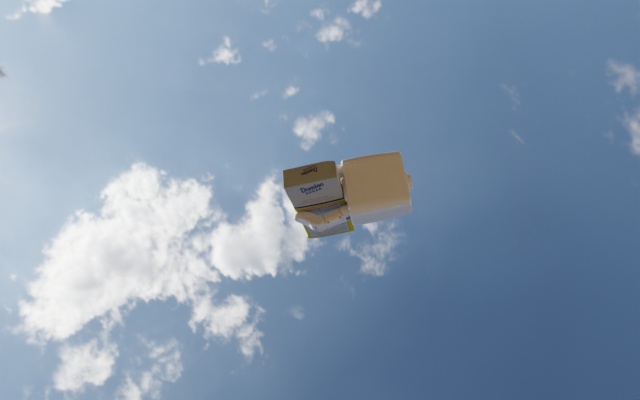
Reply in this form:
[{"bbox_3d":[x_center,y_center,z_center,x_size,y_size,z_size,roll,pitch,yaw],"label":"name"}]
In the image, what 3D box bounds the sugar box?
[{"bbox_3d":[0.000,0.002,0.858,0.093,0.048,0.176,-11,-38,7],"label":"sugar box"}]
